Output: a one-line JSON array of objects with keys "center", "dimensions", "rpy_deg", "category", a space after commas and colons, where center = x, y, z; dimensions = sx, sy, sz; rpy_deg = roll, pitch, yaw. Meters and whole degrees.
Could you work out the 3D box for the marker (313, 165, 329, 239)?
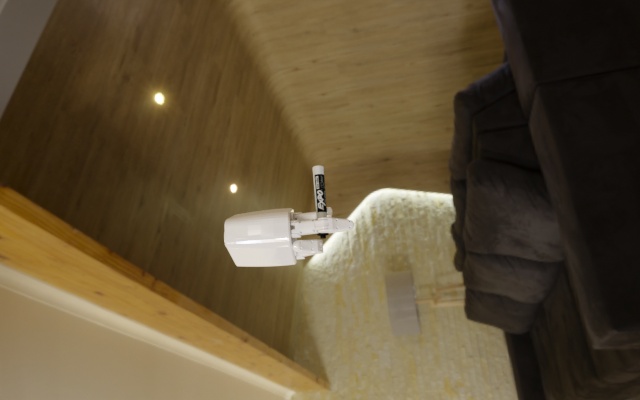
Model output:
[{"center": [0.000, 0.003, 0.782], "dimensions": [0.020, 0.121, 0.020], "rpy_deg": [-4, -14, -1], "category": "marker"}]
